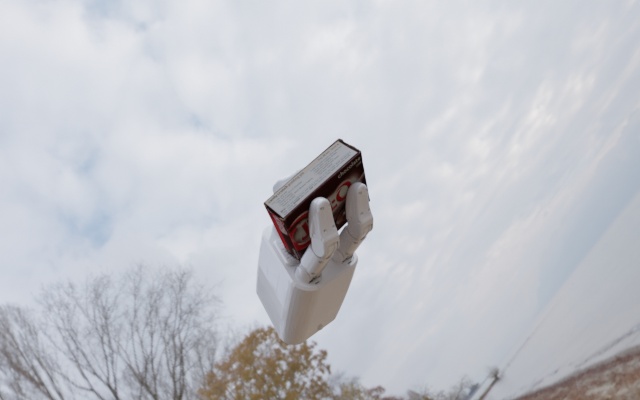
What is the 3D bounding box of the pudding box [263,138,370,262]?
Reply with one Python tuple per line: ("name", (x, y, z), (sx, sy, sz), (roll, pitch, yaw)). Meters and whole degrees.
("pudding box", (0.000, 0.002, 0.515), (0.039, 0.113, 0.090), (35, -21, 30))
